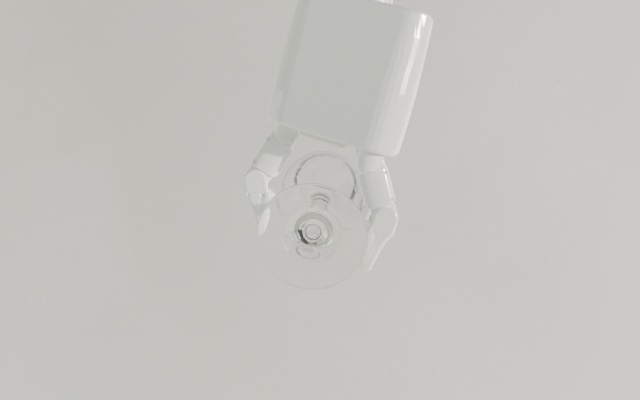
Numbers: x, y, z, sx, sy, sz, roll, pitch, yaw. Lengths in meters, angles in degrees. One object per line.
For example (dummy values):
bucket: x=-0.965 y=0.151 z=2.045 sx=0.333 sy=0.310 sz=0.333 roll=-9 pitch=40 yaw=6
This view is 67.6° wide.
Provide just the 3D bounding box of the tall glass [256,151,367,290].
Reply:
tall glass: x=0.000 y=0.002 z=0.412 sx=0.079 sy=0.079 sz=0.201 roll=0 pitch=13 yaw=3
